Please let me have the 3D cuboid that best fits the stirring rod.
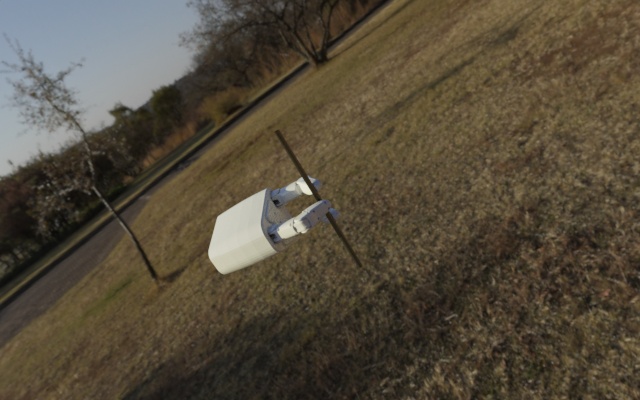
[{"bbox_3d":[0.000,0.002,0.692,0.011,0.239,0.011,-29,17,10],"label":"stirring rod"}]
